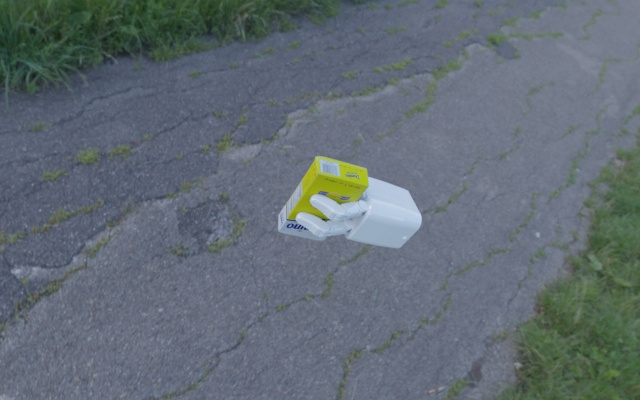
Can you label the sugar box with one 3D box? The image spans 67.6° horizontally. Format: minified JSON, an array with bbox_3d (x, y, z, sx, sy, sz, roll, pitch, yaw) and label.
[{"bbox_3d":[0.000,0.003,0.819,0.093,0.048,0.176,13,-43,-20],"label":"sugar box"}]
